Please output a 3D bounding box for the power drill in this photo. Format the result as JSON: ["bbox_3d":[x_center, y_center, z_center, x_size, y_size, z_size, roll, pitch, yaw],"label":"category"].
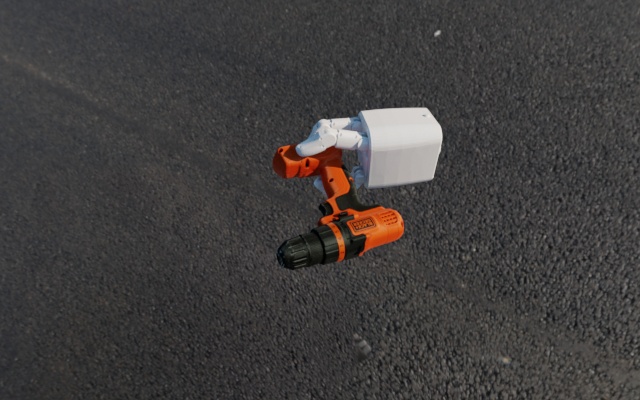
[{"bbox_3d":[0.000,0.002,0.671,0.184,0.187,0.057,-13,-33,-25],"label":"power drill"}]
